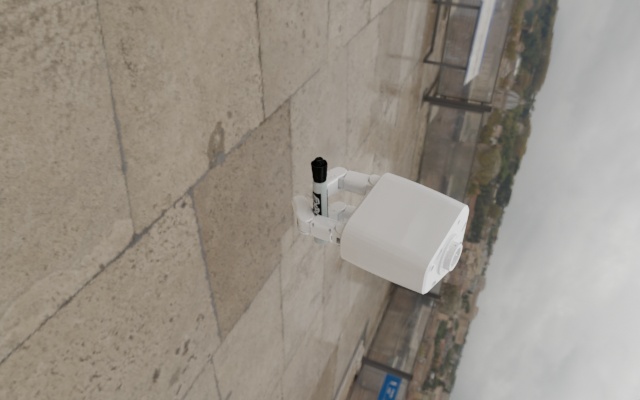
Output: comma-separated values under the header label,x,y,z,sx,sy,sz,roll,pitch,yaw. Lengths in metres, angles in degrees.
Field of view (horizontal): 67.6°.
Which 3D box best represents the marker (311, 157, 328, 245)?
label,x,y,z,sx,sy,sz,roll,pitch,yaw
marker,0.000,0.002,0.563,0.020,0.121,0.020,-1,37,1
